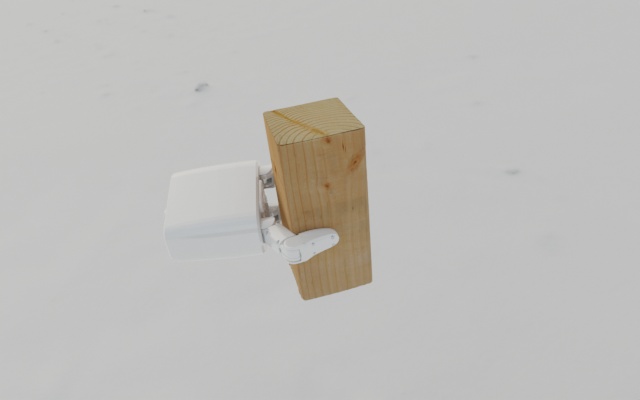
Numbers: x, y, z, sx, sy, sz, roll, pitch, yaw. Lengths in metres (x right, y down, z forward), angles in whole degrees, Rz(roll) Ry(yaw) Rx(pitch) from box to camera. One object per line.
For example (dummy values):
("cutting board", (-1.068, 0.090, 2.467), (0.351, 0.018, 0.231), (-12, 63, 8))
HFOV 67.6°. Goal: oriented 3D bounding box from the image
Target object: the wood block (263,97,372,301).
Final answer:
("wood block", (0.000, 0.002, 0.548), (0.090, 0.206, 0.090), (-13, 34, -10))
